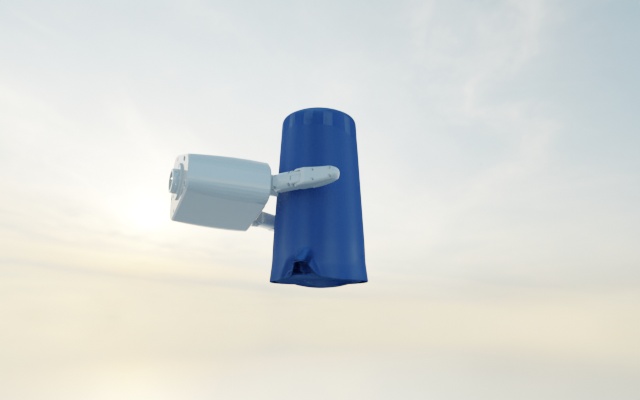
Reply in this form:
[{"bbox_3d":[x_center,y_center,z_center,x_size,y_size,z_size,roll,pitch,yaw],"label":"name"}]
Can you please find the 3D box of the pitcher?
[{"bbox_3d":[0.000,0.002,0.680,0.145,0.242,0.149,7,-15,-27],"label":"pitcher"}]
